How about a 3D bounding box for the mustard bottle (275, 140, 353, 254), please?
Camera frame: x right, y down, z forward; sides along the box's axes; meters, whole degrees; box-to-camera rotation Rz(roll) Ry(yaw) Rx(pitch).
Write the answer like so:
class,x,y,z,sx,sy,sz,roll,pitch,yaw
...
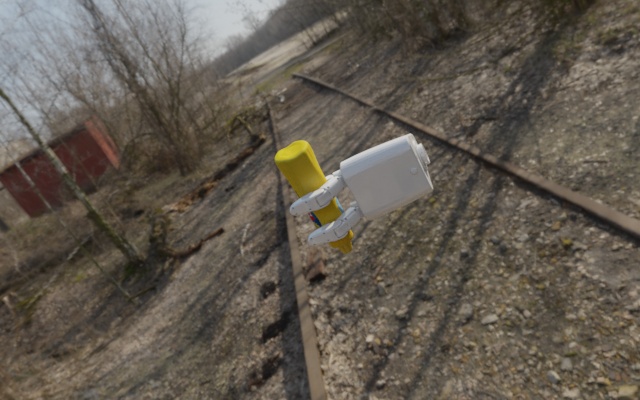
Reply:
class,x,y,z,sx,sy,sz,roll,pitch,yaw
mustard bottle,0.000,0.002,0.742,0.058,0.192,0.096,-32,19,-5
